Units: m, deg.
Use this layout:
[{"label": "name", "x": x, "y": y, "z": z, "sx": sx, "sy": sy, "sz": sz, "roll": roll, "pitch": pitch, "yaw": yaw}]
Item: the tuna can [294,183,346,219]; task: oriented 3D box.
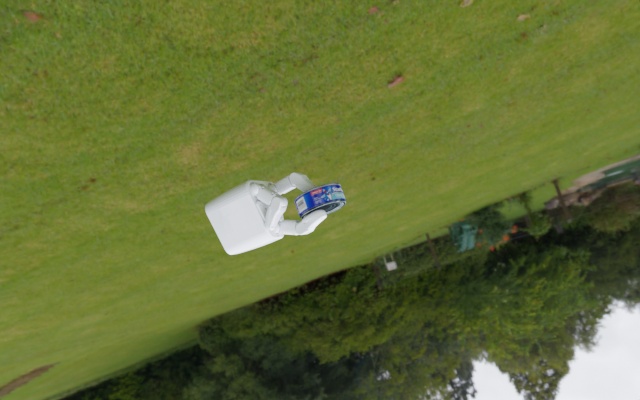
[{"label": "tuna can", "x": 0.000, "y": 0.003, "z": 0.823, "sx": 0.086, "sy": 0.033, "sz": 0.086, "roll": -18, "pitch": -14, "yaw": -5}]
